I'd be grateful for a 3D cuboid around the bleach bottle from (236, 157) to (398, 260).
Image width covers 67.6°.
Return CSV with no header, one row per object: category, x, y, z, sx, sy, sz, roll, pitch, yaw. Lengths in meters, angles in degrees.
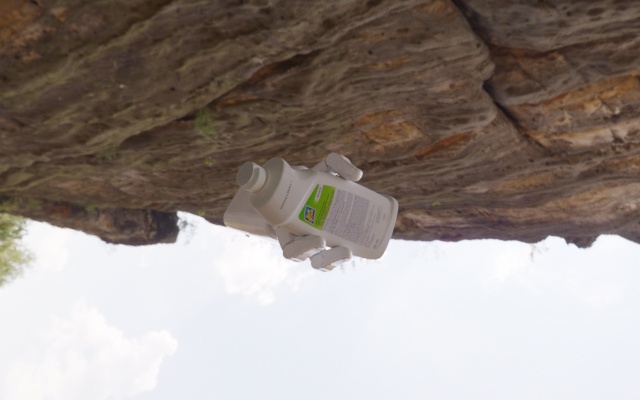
bleach bottle,0.000,0.002,0.615,0.068,0.102,0.251,6,-14,45
